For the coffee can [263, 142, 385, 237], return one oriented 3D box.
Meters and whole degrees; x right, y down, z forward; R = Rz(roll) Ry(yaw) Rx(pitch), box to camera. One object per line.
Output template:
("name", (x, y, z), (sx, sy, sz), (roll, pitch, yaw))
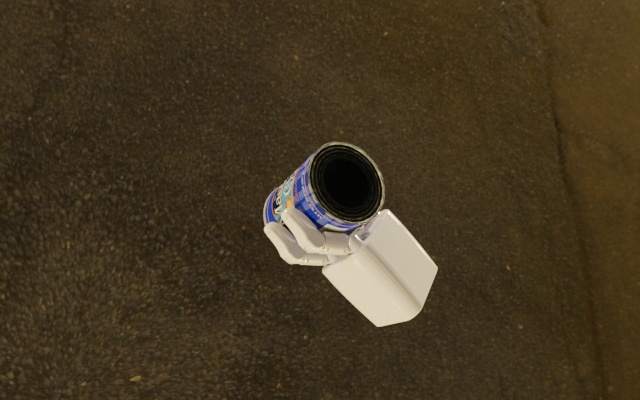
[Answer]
("coffee can", (0.000, 0.002, 0.605), (0.103, 0.102, 0.140), (0, -20, -29))
